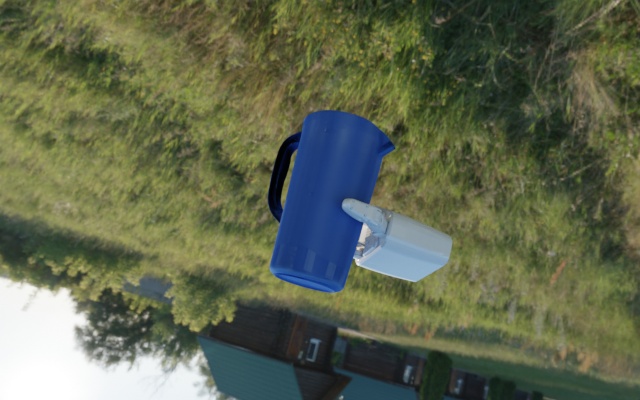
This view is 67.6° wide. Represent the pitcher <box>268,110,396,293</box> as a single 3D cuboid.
[{"bbox_3d":[0.000,0.002,0.698,0.145,0.242,0.149,20,-17,-15],"label":"pitcher"}]
